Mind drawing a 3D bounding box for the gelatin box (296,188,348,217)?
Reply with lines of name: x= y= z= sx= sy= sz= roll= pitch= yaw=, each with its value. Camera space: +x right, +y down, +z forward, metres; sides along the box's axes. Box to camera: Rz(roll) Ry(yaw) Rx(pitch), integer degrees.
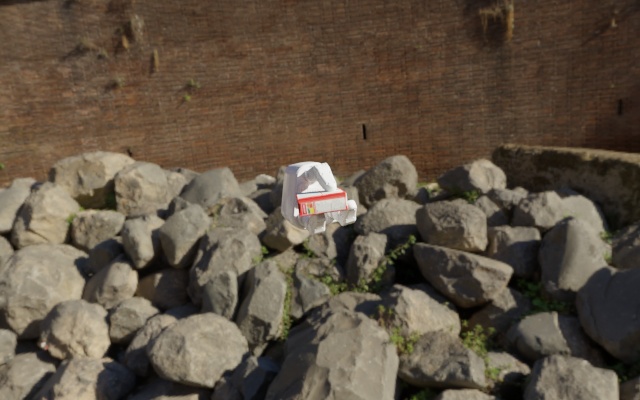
gelatin box: x=0.000 y=0.002 z=0.739 sx=0.073 sy=0.030 sz=0.089 roll=-8 pitch=6 yaw=-4
